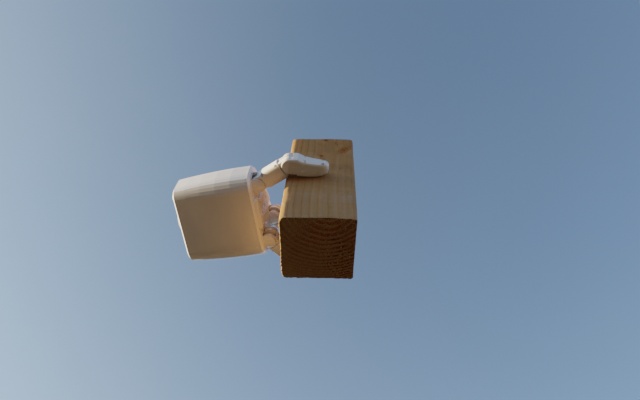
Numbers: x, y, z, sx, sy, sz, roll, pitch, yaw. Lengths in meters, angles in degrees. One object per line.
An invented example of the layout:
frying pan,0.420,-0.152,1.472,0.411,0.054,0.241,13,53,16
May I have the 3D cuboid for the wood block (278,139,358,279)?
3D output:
wood block,0.000,0.002,0.640,0.090,0.091,0.206,1,33,1
